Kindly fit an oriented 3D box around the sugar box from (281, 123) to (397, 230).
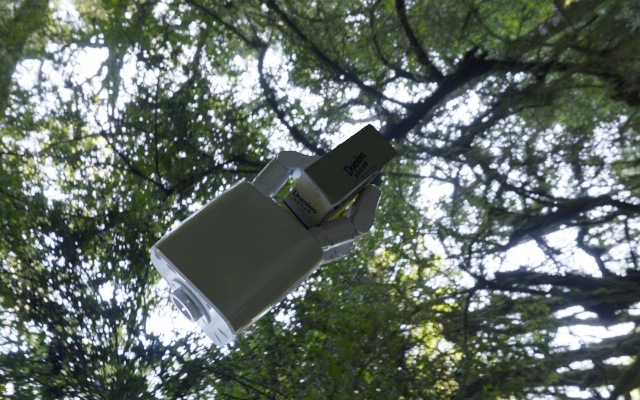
[{"bbox_3d":[0.000,0.002,0.489,0.093,0.048,0.176,-38,-5,-31],"label":"sugar box"}]
